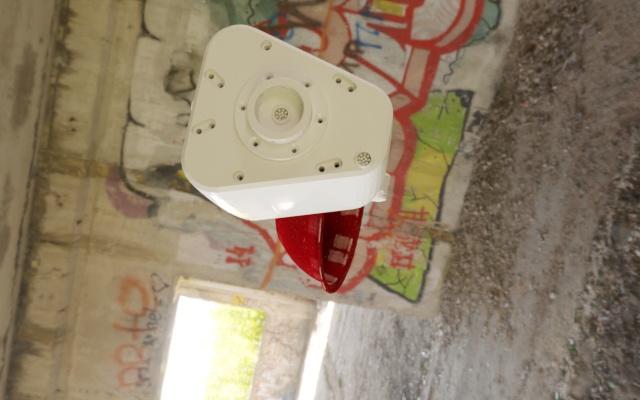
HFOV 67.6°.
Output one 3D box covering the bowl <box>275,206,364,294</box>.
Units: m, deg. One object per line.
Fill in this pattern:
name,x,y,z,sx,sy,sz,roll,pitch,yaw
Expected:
bowl,0.000,0.002,0.446,0.055,0.162,0.162,8,2,17
